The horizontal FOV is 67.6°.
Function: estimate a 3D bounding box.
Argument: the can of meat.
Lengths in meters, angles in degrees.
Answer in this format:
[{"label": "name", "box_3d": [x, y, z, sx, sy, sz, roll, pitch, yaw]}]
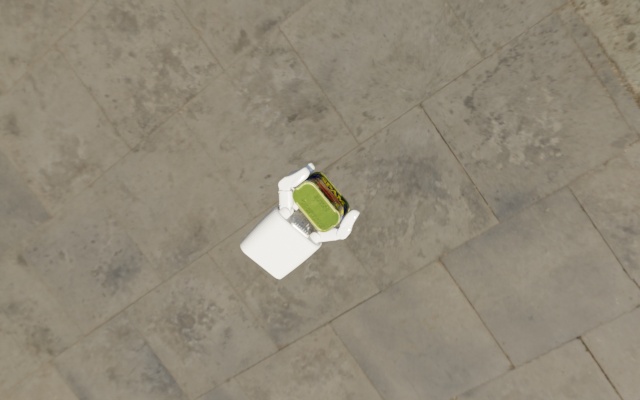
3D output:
[{"label": "can of meat", "box_3d": [0.000, 0.003, 0.871, 0.057, 0.102, 0.084, -40, 2, 18]}]
